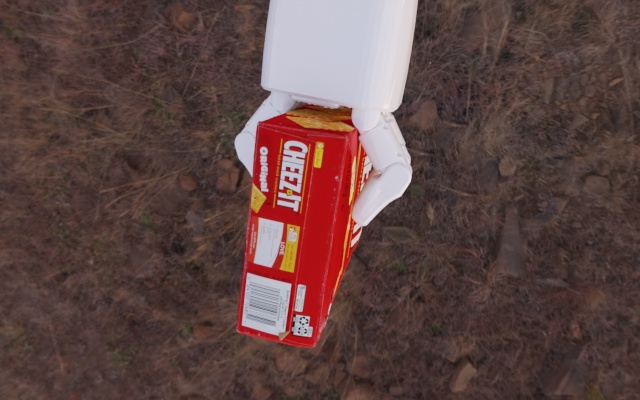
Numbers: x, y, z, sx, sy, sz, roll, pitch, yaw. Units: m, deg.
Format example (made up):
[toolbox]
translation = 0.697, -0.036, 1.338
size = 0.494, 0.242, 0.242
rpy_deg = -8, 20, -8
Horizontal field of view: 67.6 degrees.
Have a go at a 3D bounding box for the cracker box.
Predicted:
[cracker box]
translation = 0.000, 0.001, 0.428
size = 0.072, 0.164, 0.213
rpy_deg = 11, 18, 10
